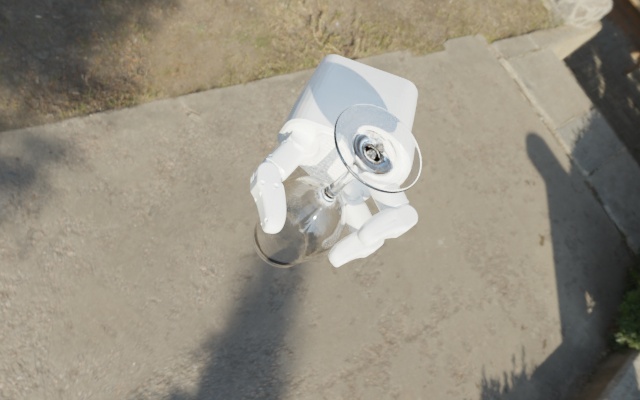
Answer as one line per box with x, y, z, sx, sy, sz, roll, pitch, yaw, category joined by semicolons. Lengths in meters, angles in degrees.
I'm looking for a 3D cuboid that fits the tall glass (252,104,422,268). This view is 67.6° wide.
0.000;0.001;0.426;0.079;0.079;0.201;0;-24;-29;tall glass
